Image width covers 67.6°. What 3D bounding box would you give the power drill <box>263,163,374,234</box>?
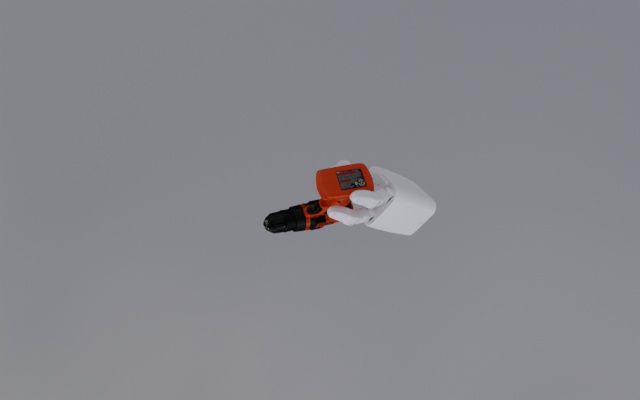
[{"bbox_3d":[0.001,0.003,0.865,0.184,0.057,0.188,-12,-17,-25],"label":"power drill"}]
